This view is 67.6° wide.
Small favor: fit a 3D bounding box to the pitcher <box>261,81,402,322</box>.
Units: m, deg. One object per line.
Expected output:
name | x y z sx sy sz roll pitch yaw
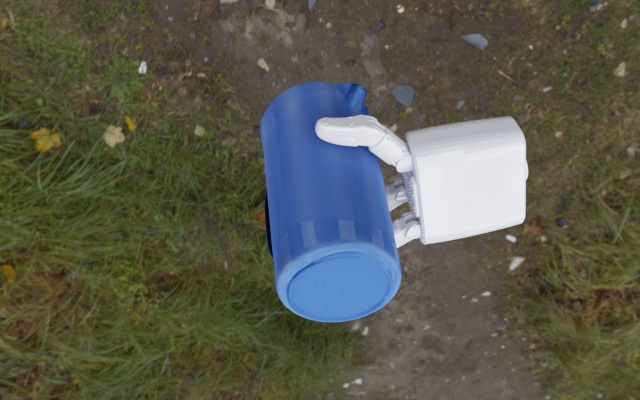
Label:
pitcher | 0.000 0.002 0.492 0.145 0.149 0.242 -9 43 2
